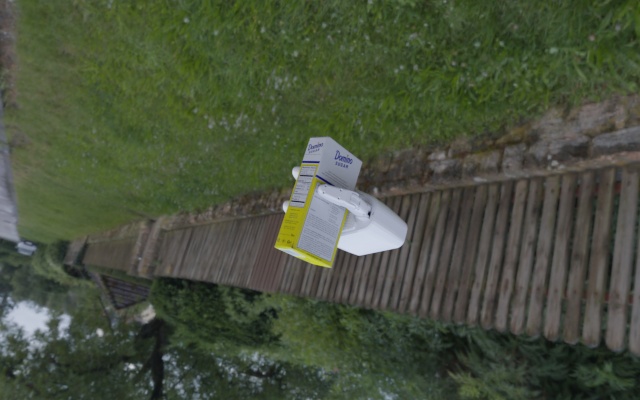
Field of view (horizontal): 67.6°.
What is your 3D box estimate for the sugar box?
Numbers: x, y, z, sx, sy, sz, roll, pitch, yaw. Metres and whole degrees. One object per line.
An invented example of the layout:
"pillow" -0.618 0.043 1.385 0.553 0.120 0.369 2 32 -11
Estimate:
"sugar box" 0.000 0.002 0.718 0.048 0.176 0.093 2 -20 41
